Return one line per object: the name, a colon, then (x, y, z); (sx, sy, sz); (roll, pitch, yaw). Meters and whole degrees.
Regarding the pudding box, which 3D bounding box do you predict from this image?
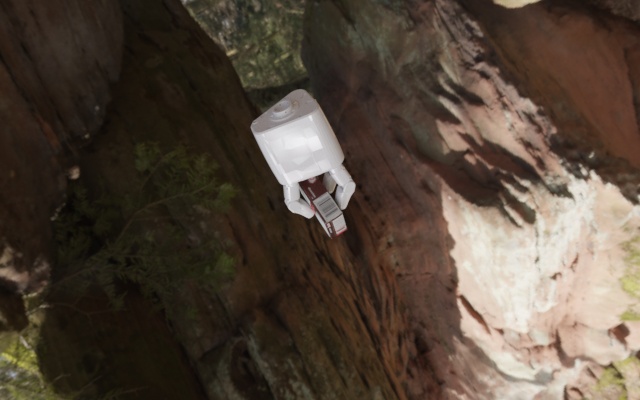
pudding box: (0.000, 0.003, 0.840); (0.039, 0.113, 0.090); (-31, -22, -3)
